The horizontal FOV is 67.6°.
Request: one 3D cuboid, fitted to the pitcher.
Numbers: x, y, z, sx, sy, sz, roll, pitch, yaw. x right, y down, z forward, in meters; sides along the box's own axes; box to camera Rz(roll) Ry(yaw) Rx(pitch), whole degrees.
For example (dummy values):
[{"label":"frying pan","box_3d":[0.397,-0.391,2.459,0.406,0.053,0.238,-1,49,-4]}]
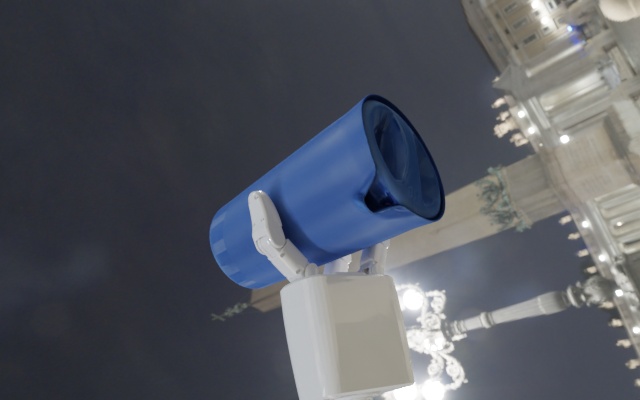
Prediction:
[{"label":"pitcher","box_3d":[0.000,0.002,0.513,0.243,0.145,0.149,-29,-29,33]}]
